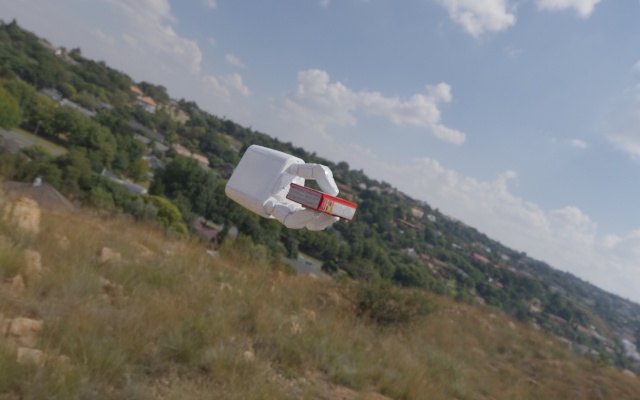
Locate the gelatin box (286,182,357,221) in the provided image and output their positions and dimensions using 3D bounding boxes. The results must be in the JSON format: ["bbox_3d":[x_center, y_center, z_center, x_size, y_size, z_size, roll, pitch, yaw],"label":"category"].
[{"bbox_3d":[0.000,0.002,0.743,0.073,0.030,0.089,19,0,-40],"label":"gelatin box"}]
